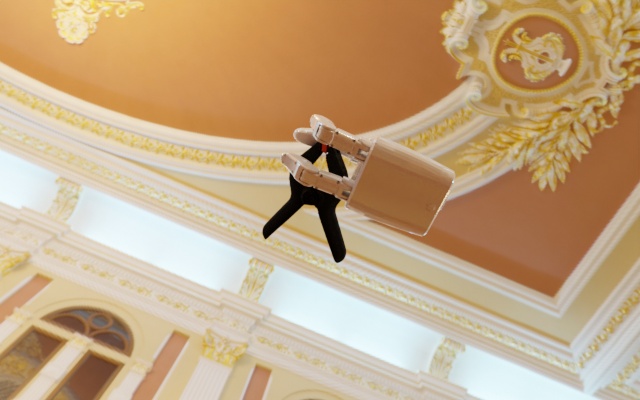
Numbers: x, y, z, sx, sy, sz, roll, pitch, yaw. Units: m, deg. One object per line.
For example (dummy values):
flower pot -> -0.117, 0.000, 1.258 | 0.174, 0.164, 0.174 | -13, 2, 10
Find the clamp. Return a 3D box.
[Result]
clamp -> 0.000, 0.002, 0.634 | 0.120, 0.171, 0.039 | 23, 25, 0
